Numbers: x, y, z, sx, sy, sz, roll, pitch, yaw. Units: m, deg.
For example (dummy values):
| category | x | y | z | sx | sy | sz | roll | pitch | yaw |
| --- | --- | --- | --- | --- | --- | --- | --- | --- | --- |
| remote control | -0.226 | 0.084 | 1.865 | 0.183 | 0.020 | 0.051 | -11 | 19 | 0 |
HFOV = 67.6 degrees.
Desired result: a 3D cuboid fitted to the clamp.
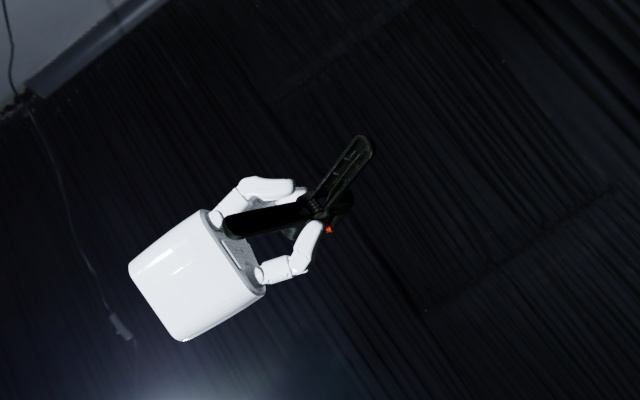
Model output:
| category | x | y | z | sx | sy | sz | roll | pitch | yaw |
| --- | --- | --- | --- | --- | --- | --- | --- | --- | --- |
| clamp | 0.000 | 0.003 | 0.531 | 0.164 | 0.036 | 0.210 | -32 | -16 | 7 |
